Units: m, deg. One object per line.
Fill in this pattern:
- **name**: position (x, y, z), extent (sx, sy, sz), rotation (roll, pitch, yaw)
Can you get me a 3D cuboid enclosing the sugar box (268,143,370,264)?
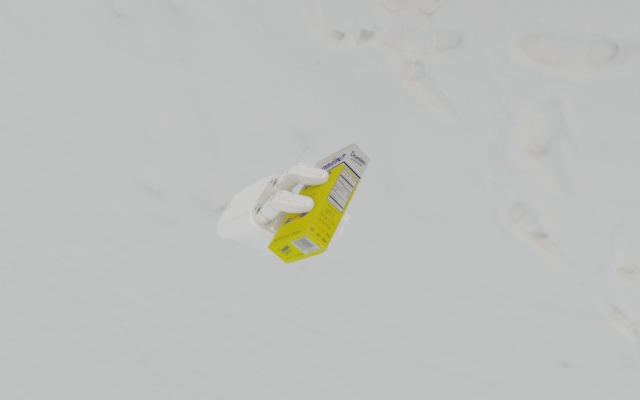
- **sugar box**: position (0.000, 0.002, 0.683), extent (0.048, 0.176, 0.093), rotation (41, -38, -22)
